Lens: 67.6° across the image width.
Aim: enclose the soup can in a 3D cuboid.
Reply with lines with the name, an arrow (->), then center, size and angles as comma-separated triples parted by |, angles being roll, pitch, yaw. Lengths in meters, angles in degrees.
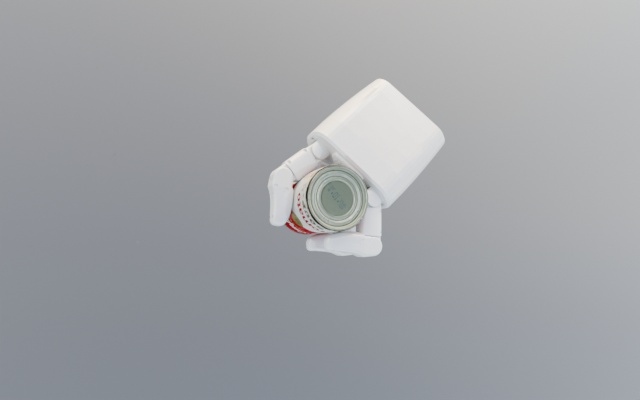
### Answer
soup can -> 0.000, 0.002, 0.511 | 0.068, 0.068, 0.102 | 0, -5, -21
